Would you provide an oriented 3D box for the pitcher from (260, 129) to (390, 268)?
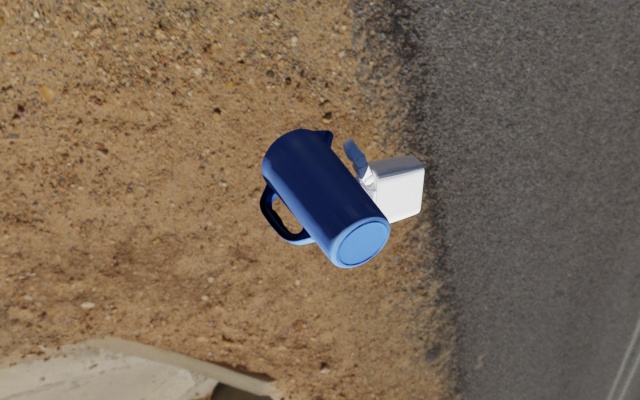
[{"bbox_3d":[0.000,0.003,0.798,0.145,0.149,0.242,-13,44,-26],"label":"pitcher"}]
